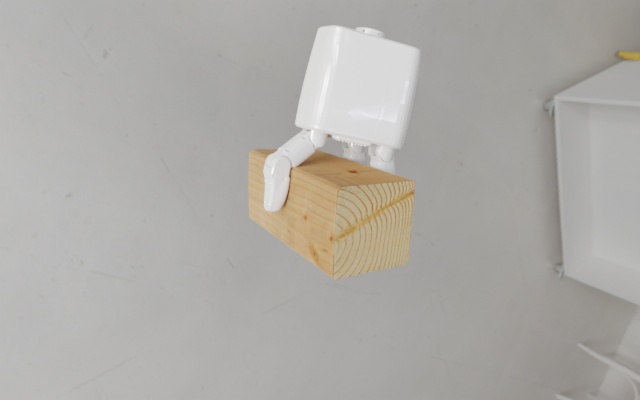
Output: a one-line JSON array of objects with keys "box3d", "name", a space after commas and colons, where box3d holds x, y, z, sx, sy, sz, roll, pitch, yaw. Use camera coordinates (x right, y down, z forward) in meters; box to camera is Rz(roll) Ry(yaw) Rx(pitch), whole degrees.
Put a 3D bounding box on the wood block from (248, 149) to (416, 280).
[{"box3d": [0.000, 0.001, 0.532, 0.091, 0.090, 0.206, -6, 17, -29], "name": "wood block"}]
